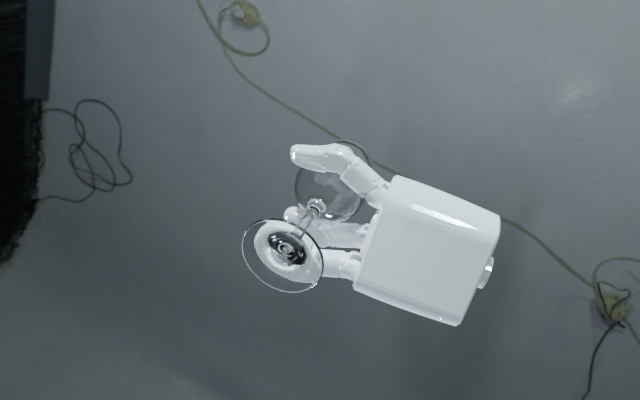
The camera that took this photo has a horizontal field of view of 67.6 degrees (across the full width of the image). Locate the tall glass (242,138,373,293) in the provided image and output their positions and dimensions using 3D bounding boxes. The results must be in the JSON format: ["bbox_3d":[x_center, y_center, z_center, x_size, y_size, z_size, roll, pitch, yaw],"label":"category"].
[{"bbox_3d":[0.000,0.002,0.479,0.079,0.079,0.201,0,28,21],"label":"tall glass"}]
